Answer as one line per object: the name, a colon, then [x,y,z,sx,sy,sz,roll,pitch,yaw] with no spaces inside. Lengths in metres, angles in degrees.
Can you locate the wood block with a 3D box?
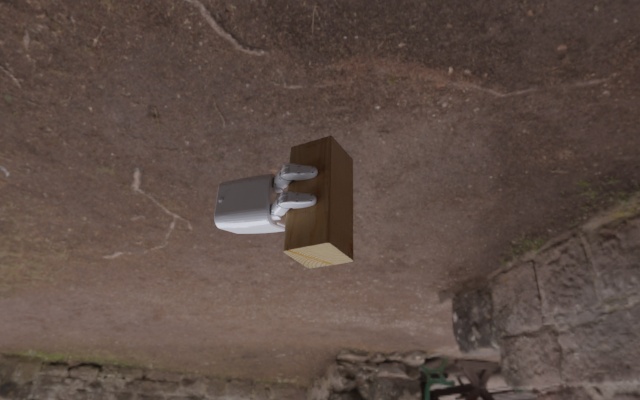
wood block: [0.000,0.003,0.840,0.090,0.206,0.091,-13,-32,26]
